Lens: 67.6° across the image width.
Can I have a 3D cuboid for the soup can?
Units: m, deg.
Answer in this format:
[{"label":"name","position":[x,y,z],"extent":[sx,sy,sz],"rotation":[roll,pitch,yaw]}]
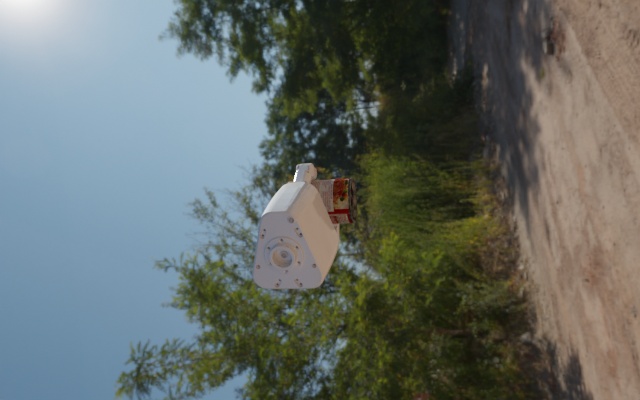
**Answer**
[{"label":"soup can","position":[0.000,0.002,0.717],"extent":[0.102,0.068,0.068],"rotation":[-3,-1,12]}]
